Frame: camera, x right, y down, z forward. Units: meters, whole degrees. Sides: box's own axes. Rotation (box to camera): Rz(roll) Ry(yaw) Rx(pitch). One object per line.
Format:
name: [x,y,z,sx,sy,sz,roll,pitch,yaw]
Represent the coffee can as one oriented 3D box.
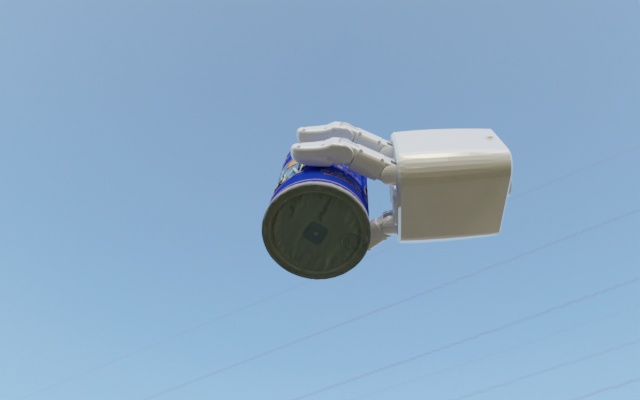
coffee can: [0.000,0.002,0.505,0.103,0.103,0.140,0,26,4]
